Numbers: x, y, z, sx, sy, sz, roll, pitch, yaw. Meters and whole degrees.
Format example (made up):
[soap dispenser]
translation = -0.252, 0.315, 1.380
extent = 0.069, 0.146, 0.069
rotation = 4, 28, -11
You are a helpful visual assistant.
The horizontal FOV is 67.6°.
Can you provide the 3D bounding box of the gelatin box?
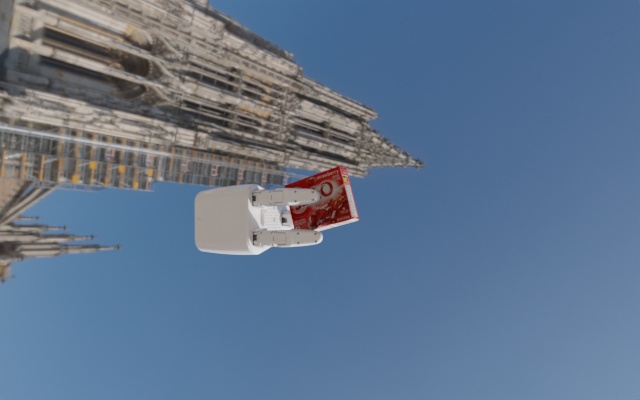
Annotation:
[gelatin box]
translation = 0.001, 0.002, 0.646
extent = 0.089, 0.073, 0.030
rotation = -17, -11, 24
